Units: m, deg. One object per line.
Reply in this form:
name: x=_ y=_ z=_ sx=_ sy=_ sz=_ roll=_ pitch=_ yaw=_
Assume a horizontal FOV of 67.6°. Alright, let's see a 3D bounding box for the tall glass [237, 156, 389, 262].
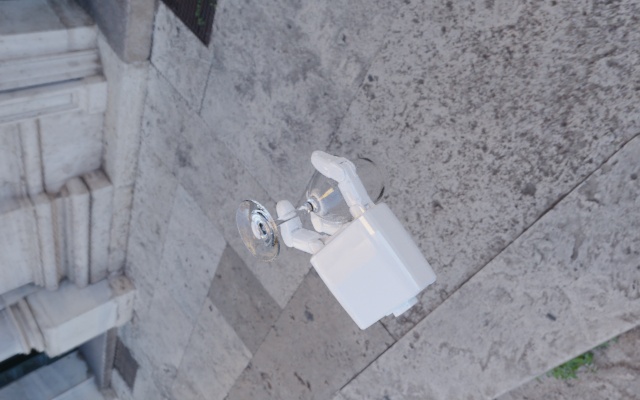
tall glass: x=0.000 y=0.002 z=0.588 sx=0.201 sy=0.079 sz=0.079 roll=-25 pitch=17 yaw=-39
